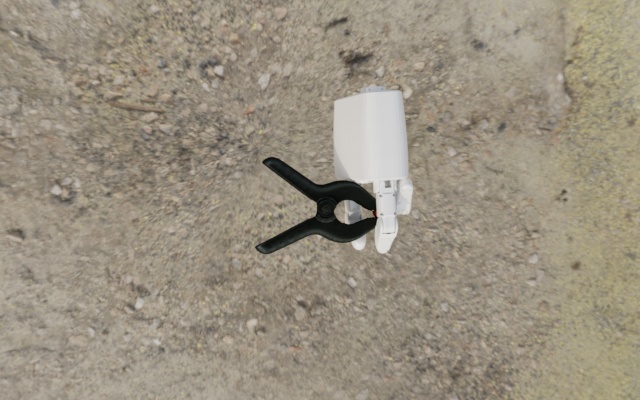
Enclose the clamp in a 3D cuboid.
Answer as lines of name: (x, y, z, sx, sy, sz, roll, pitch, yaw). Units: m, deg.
clamp: (0.000, 0.002, 0.600, 0.171, 0.120, 0.039, -4, 6, -7)
